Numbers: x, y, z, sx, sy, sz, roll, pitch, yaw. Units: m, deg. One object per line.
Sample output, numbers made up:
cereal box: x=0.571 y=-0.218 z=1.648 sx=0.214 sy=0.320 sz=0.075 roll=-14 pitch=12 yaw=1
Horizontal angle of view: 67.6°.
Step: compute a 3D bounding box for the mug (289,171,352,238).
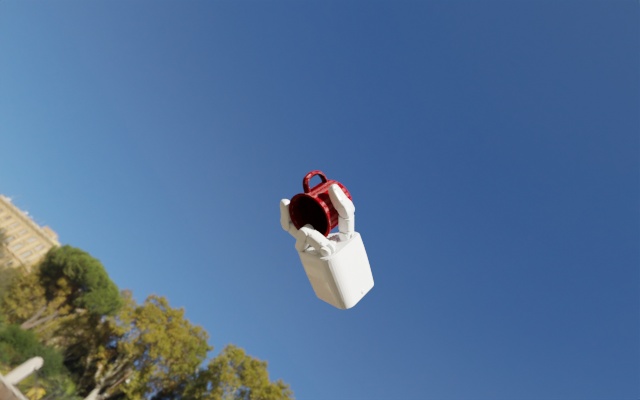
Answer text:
mug: x=0.000 y=0.001 z=0.856 sx=0.093 sy=0.117 sz=0.081 roll=-3 pitch=23 yaw=43
